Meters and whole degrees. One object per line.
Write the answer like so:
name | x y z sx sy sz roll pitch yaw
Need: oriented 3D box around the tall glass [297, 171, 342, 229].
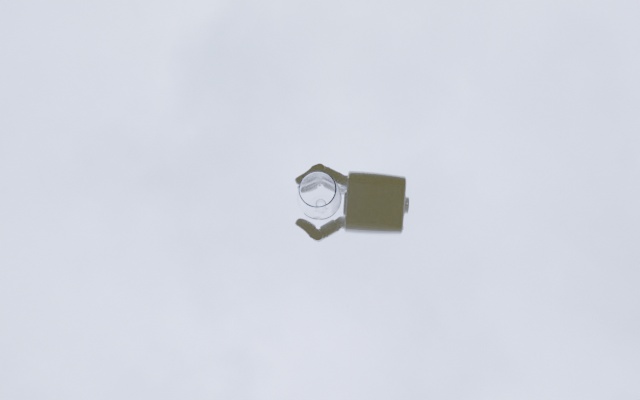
tall glass | 0.000 0.003 0.868 0.079 0.079 0.201 0 -12 3
